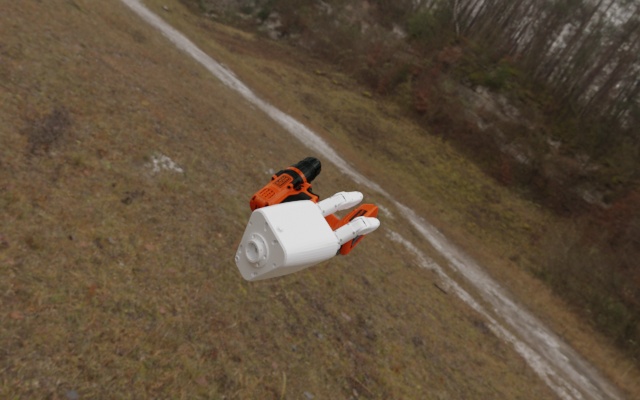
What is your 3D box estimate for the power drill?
[{"bbox_3d":[0.000,0.003,0.823,0.187,0.057,0.184,27,44,20],"label":"power drill"}]
